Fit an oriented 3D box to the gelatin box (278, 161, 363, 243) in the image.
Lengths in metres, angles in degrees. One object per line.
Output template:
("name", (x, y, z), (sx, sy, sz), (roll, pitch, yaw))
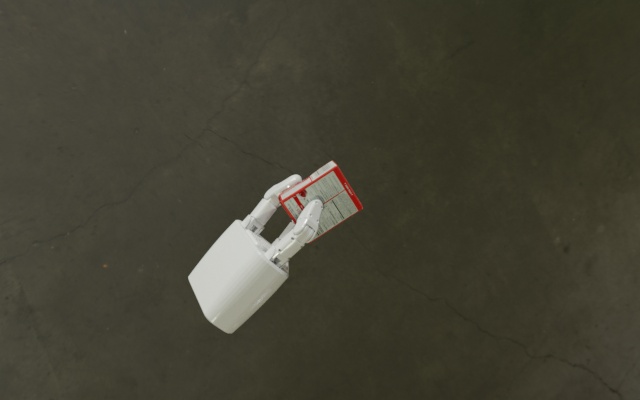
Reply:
("gelatin box", (0.000, 0.002, 0.633), (0.089, 0.073, 0.030), (-33, 23, 2))
